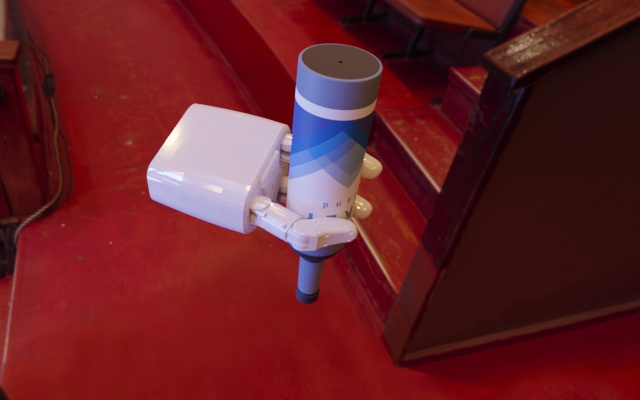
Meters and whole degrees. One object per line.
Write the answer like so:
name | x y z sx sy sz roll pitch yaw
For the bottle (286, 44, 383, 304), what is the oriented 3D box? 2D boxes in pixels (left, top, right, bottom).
bottle | 0.000 0.001 0.468 0.069 0.296 0.069 5 41 -4
